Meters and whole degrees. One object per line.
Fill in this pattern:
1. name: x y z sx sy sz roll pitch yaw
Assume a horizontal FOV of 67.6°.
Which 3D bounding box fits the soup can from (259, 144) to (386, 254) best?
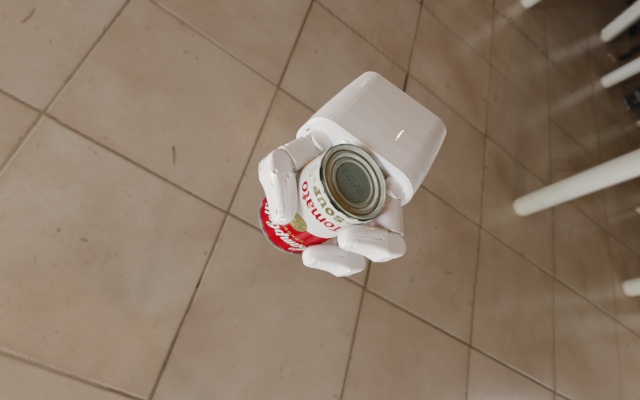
1. soup can: 0.000 0.001 0.414 0.068 0.068 0.102 0 -20 -37
